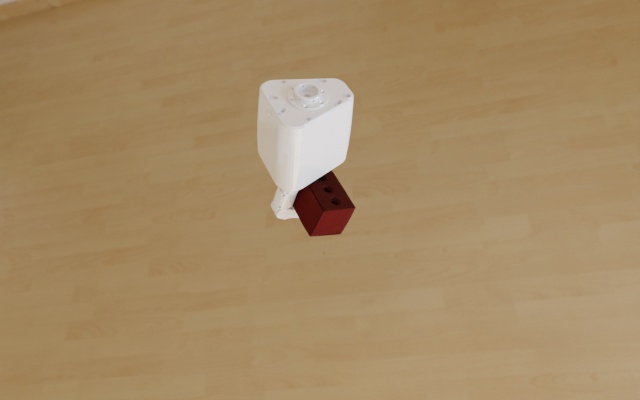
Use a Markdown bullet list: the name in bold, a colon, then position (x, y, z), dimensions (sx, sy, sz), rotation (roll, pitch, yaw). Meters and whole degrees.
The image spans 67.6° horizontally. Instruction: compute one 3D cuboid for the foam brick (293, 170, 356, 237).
- **foam brick**: position (0.000, 0.002, 0.638), dimensions (0.053, 0.078, 0.051), rotation (-4, -41, -36)
